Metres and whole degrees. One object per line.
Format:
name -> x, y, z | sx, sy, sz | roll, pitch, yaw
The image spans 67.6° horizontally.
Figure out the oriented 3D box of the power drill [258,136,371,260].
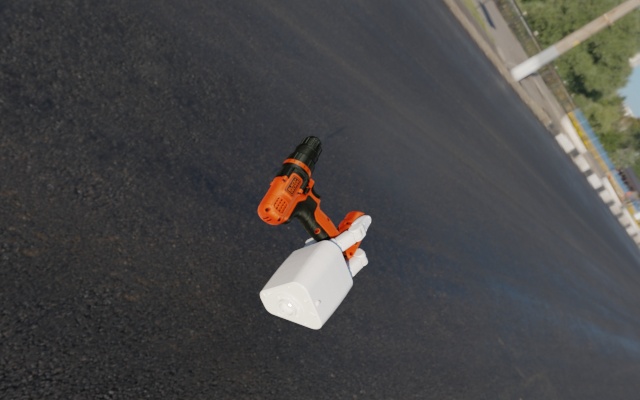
power drill -> 0.000, 0.003, 0.829 | 0.188, 0.184, 0.057 | 41, -30, -19
